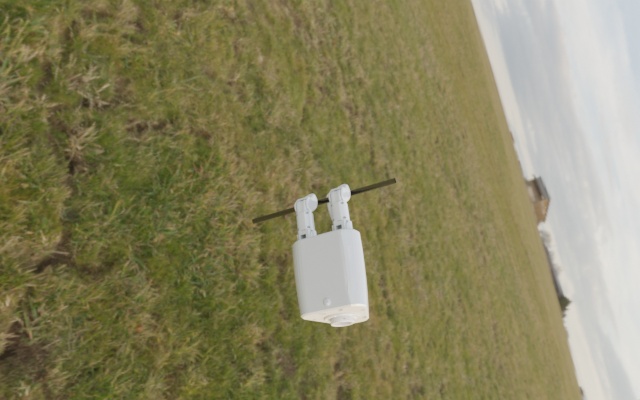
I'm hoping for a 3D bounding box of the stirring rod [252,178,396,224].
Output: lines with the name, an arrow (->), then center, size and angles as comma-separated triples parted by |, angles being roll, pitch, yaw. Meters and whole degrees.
stirring rod -> 0.000, 0.003, 0.737 | 0.239, 0.011, 0.011 | -16, -6, 19
